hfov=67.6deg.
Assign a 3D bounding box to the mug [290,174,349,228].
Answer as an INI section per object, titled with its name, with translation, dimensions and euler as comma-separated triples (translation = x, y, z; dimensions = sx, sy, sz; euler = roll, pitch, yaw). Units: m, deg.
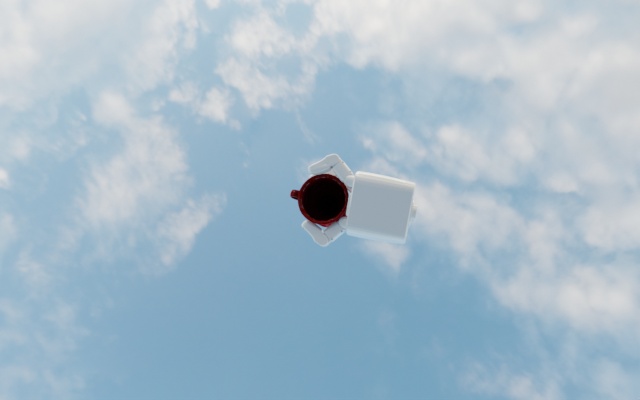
[mug]
translation = -0.001, 0.003, 0.890
dimensions = 0.117, 0.093, 0.081
euler = 11, -10, 13
